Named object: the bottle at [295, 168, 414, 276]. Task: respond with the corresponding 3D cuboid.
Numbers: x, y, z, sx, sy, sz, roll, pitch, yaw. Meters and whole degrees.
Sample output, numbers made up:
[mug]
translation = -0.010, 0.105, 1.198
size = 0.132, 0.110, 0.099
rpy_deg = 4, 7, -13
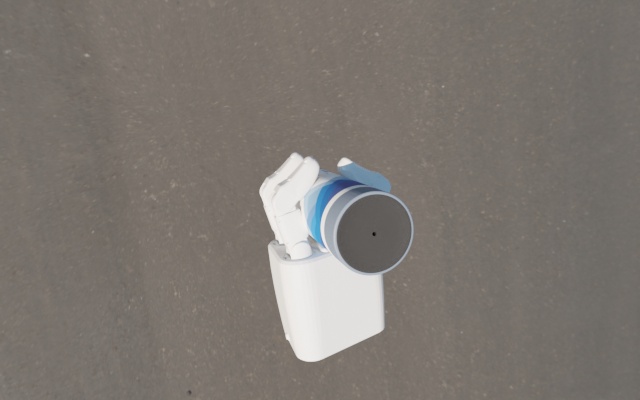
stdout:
[bottle]
translation = 0.000, 0.002, 0.502
size = 0.069, 0.069, 0.295
rpy_deg = 0, 9, -17
